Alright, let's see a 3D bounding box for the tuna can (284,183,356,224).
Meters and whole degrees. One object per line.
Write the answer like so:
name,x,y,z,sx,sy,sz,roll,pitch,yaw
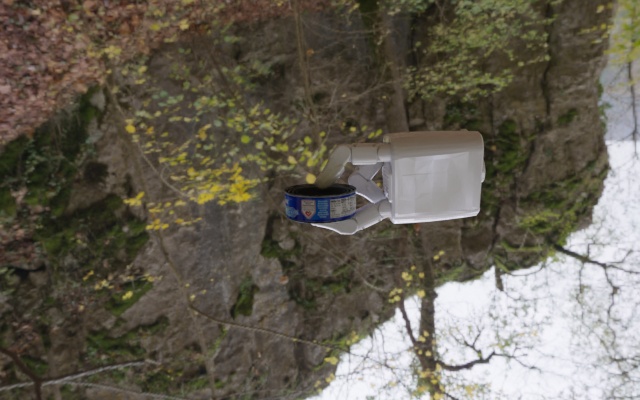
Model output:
tuna can,0.000,0.002,0.572,0.086,0.034,0.086,-1,11,0
